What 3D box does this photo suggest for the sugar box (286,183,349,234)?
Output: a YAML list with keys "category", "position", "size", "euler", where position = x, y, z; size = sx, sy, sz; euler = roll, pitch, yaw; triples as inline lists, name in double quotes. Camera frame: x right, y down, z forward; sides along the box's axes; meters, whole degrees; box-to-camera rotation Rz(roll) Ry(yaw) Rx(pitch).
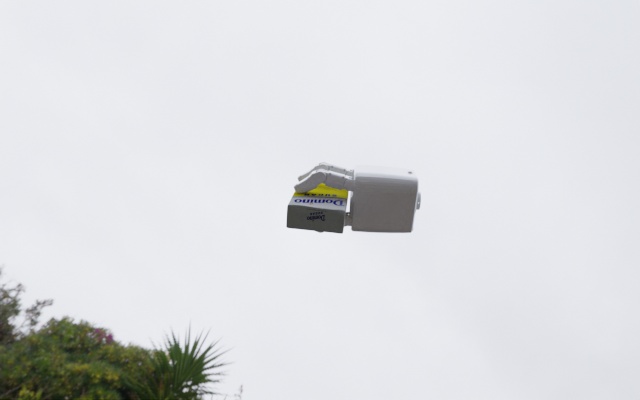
- category: "sugar box"
  position: [0.000, 0.002, 0.820]
  size: [0.093, 0.048, 0.176]
  euler: [6, 16, 3]
